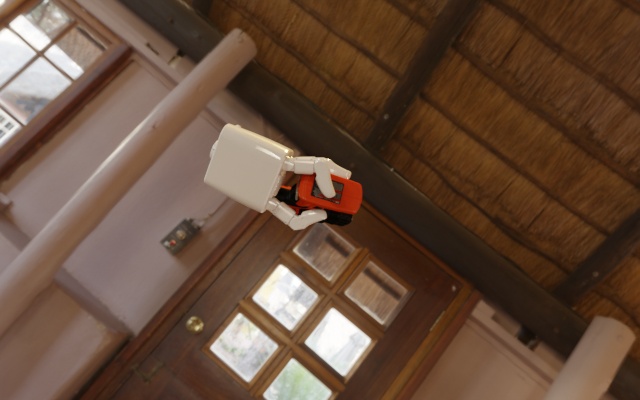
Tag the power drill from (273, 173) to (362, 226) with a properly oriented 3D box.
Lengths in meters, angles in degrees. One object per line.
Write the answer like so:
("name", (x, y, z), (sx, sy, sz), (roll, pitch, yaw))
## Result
("power drill", (0.000, 0.003, 0.835), (0.184, 0.057, 0.188), (15, -14, -18))
